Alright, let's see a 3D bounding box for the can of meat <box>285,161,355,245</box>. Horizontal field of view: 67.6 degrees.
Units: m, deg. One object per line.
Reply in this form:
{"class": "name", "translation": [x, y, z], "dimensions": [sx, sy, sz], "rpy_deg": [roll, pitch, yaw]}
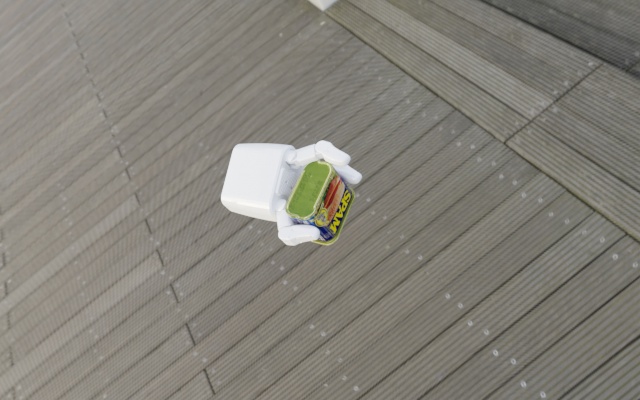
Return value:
{"class": "can of meat", "translation": [0.000, 0.002, 0.714], "dimensions": [0.057, 0.102, 0.084], "rpy_deg": [11, -24, 33]}
